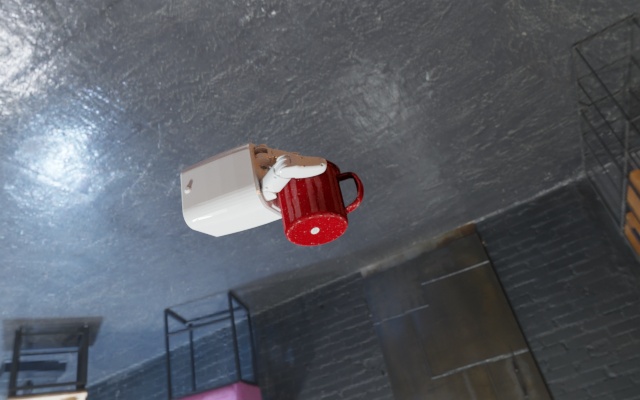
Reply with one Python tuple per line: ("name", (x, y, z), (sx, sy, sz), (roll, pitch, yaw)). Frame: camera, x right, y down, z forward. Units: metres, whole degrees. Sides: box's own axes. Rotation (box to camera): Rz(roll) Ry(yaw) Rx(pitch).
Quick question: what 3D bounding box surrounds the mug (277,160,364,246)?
("mug", (0.002, 0.002, 0.614), (0.117, 0.081, 0.093), (-19, -32, 10))
